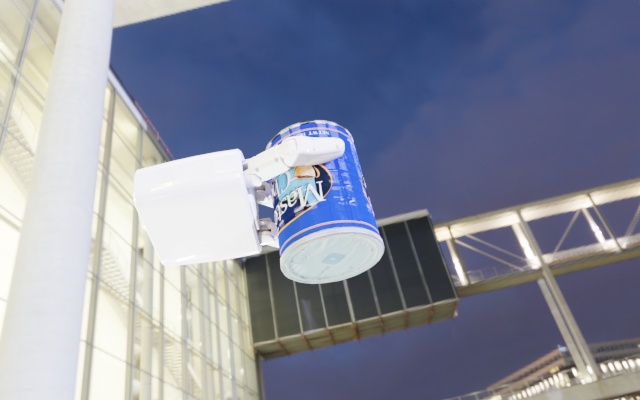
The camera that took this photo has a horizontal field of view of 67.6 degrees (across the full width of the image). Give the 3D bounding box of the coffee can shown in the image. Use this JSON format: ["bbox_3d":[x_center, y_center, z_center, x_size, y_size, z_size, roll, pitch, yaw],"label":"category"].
[{"bbox_3d":[0.000,0.002,0.503,0.103,0.140,0.103,-8,-33,-6],"label":"coffee can"}]
